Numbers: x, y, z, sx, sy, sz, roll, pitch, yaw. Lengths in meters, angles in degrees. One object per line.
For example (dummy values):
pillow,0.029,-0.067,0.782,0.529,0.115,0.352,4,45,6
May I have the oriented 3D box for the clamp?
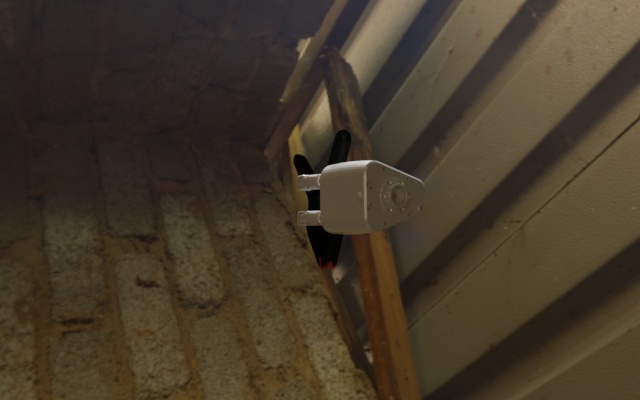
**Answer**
clamp,0.001,0.003,0.770,0.036,0.210,0.164,1,-2,-28
